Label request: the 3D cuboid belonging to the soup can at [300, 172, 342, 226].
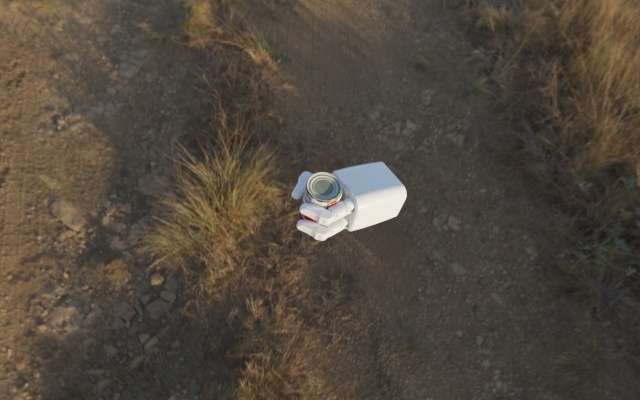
[{"bbox_3d":[0.000,0.003,0.887,0.068,0.068,0.102,0,-34,-10],"label":"soup can"}]
